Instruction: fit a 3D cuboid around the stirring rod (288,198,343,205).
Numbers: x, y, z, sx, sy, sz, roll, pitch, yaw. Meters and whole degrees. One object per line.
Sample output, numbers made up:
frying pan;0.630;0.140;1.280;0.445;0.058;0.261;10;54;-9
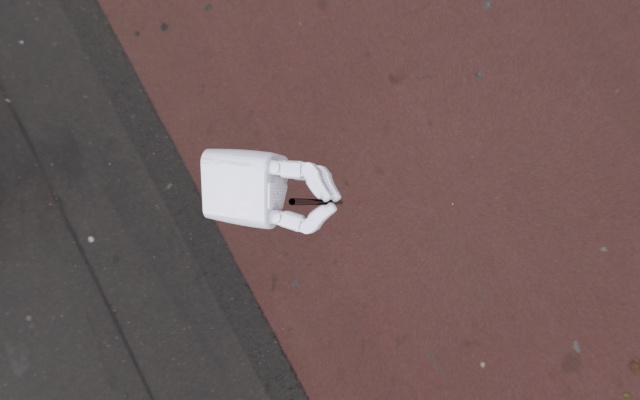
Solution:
stirring rod;0.000;0.002;0.647;0.011;0.011;0.239;0;0;15
